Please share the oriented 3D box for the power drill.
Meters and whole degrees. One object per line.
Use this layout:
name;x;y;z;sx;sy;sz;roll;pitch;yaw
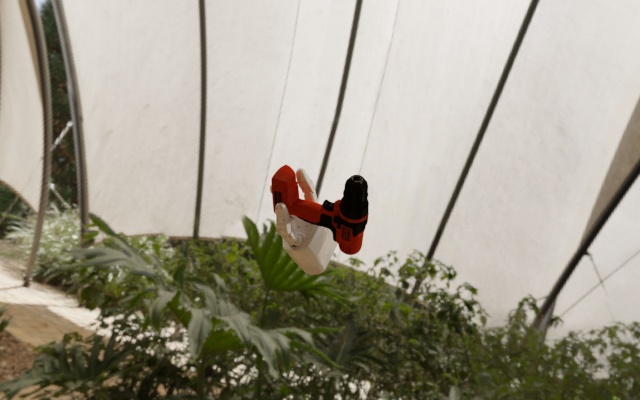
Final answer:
power drill;0.000;0.003;0.870;0.187;0.185;0.057;25;48;22
